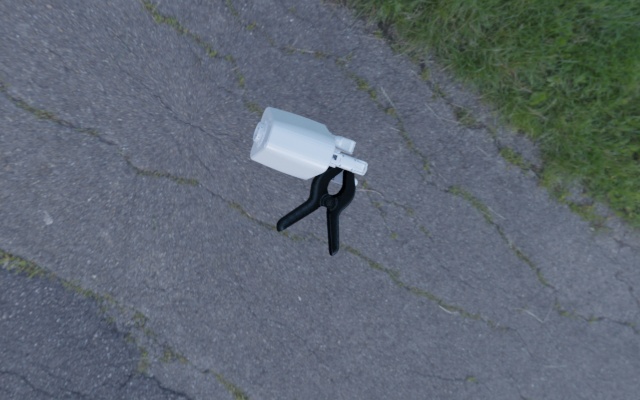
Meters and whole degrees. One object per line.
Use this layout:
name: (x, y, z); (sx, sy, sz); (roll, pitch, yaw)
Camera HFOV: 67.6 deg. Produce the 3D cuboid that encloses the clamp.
clamp: (0.000, 0.003, 0.819); (0.120, 0.171, 0.039); (17, 4, -24)
